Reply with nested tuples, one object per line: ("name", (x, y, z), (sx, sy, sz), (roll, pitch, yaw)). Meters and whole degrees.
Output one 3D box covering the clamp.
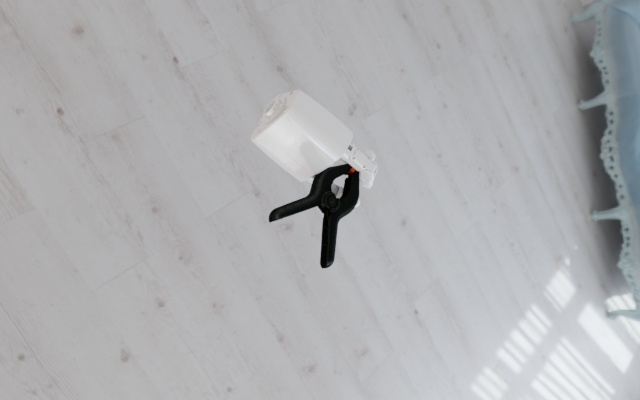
("clamp", (0.001, 0.002, 0.722), (0.120, 0.171, 0.039), (37, -26, -24))
